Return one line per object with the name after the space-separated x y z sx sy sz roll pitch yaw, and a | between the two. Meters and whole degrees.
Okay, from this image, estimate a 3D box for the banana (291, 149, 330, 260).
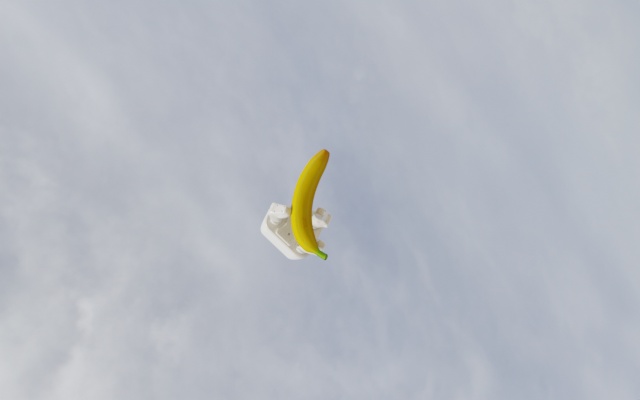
-0.018 0.006 0.846 0.069 0.197 0.037 -1 -9 8 | banana
